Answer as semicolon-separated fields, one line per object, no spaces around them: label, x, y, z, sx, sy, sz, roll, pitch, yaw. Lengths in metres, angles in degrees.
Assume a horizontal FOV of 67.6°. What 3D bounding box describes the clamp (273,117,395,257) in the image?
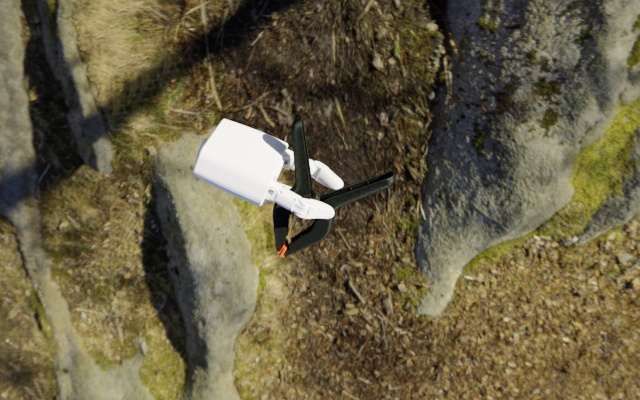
clamp;0.000;0.003;0.705;0.164;0.210;0.036;24;23;-4
